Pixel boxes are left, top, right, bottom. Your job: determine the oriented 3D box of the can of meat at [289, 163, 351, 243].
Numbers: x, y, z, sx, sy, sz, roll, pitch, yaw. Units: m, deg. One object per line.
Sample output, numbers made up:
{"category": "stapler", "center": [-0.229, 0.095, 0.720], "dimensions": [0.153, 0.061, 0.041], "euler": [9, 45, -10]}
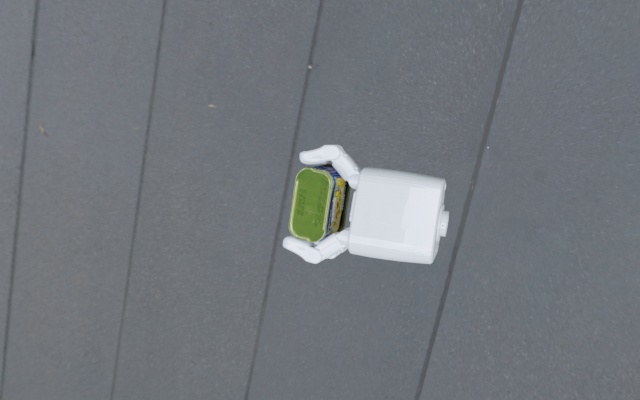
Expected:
{"category": "can of meat", "center": [0.000, 0.002, 0.649], "dimensions": [0.057, 0.102, 0.084], "euler": [11, 10, 17]}
